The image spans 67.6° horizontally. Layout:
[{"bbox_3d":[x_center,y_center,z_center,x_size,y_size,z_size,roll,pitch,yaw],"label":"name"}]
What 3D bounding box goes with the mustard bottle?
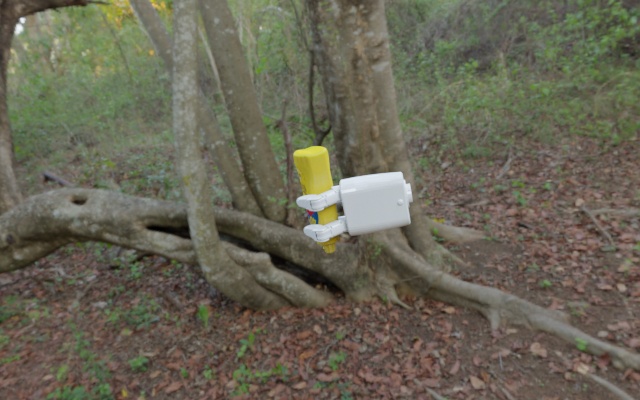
[{"bbox_3d":[0.000,0.003,0.854,0.058,0.192,0.096,-16,15,-13],"label":"mustard bottle"}]
